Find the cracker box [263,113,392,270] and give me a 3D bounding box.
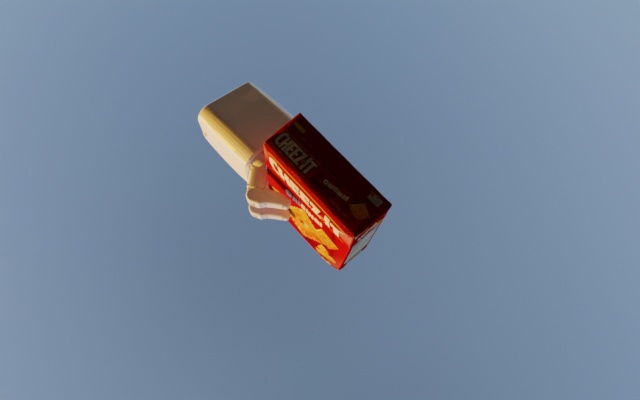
[{"bbox_3d":[0.000,0.002,0.662,0.072,0.164,0.214,-41,-12,-14],"label":"cracker box"}]
